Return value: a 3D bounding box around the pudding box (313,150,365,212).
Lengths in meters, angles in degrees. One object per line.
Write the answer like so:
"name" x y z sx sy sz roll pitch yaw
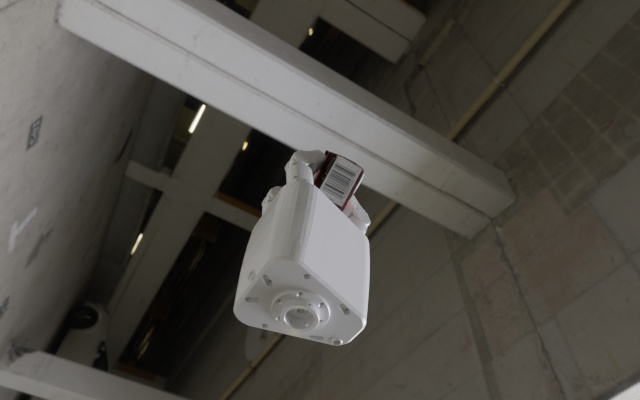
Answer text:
"pudding box" 0.000 0.002 0.537 0.039 0.113 0.090 30 4 -11
